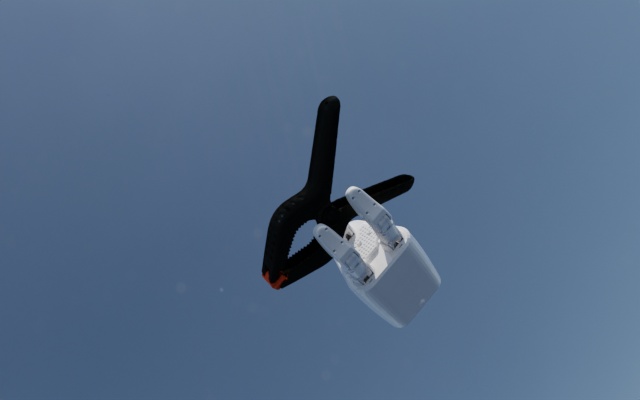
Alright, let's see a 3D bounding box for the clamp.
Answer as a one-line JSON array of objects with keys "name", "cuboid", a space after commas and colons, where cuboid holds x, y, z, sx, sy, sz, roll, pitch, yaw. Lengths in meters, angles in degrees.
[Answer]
[{"name": "clamp", "cuboid": [-0.001, 0.002, 0.531, 0.165, 0.210, 0.036, 47, -9, -33]}]
